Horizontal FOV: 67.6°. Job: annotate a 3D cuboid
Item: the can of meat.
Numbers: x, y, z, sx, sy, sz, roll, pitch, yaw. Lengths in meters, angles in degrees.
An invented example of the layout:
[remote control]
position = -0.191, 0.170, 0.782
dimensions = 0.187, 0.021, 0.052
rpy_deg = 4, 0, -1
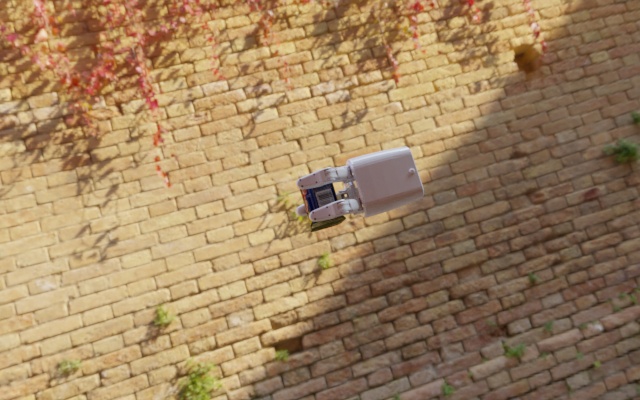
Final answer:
[can of meat]
position = 0.000, 0.002, 0.796
dimensions = 0.057, 0.084, 0.102
rpy_deg = -16, -7, -6
